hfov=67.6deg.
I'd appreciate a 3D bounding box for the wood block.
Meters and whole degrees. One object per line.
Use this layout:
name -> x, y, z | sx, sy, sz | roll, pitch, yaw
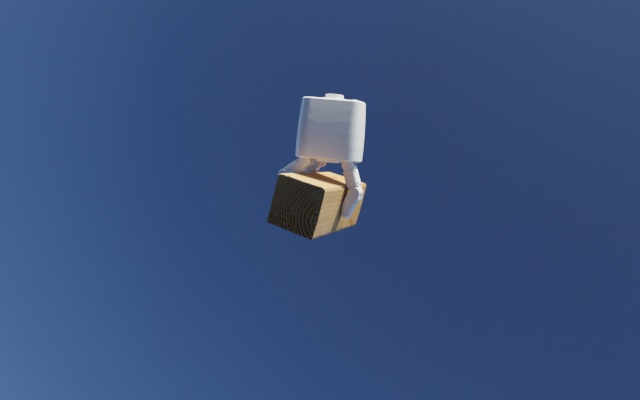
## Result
wood block -> 0.001, 0.003, 0.873 | 0.091, 0.090, 0.206 | 20, 12, 22
